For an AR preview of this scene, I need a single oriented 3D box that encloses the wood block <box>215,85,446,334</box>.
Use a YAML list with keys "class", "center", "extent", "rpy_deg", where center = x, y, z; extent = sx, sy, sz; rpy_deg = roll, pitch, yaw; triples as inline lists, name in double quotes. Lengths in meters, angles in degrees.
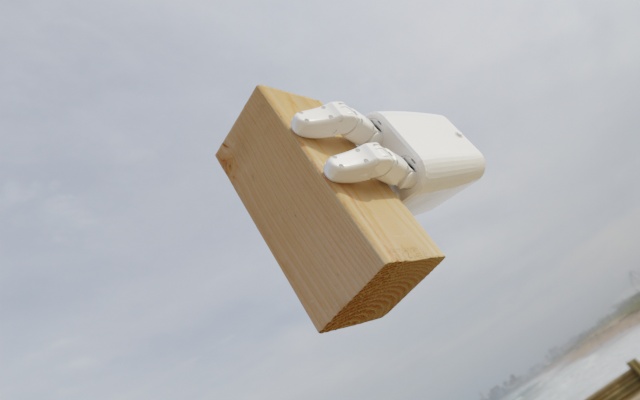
- class: "wood block"
  center: [0.000, 0.002, 0.431]
  extent: [0.090, 0.206, 0.091]
  rpy_deg: [2, -46, -47]
